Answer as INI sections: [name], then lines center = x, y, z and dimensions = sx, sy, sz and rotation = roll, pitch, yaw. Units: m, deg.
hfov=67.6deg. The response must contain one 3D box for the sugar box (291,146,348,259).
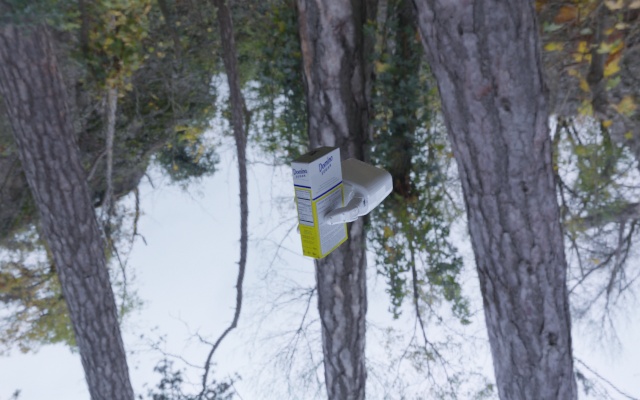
[sugar box]
center = 0.000, 0.003, 0.823
dimensions = 0.048, 0.176, 0.093
rotation = 7, 25, 34
